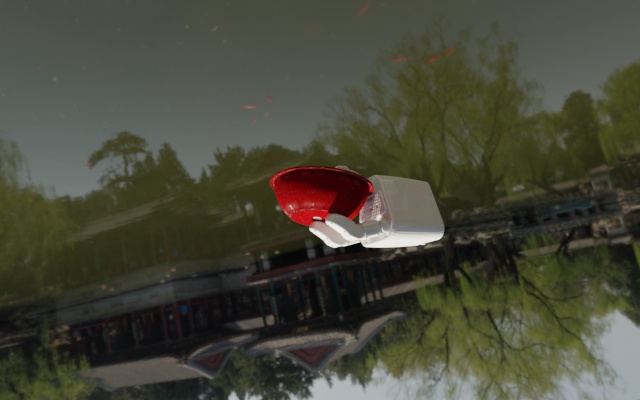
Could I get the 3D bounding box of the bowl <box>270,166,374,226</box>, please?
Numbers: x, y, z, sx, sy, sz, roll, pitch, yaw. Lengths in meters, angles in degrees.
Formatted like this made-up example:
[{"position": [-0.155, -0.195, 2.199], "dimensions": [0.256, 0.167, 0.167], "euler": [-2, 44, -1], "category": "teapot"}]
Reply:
[{"position": [-0.001, 0.003, 0.732], "dimensions": [0.162, 0.055, 0.162], "euler": [4, -19, 1], "category": "bowl"}]
